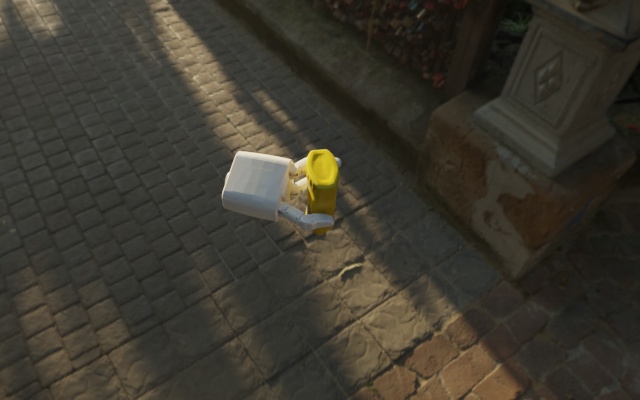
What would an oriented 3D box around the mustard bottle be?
[{"bbox_3d":[0.000,0.003,0.896,0.058,0.096,0.192,-6,-39,-8],"label":"mustard bottle"}]
